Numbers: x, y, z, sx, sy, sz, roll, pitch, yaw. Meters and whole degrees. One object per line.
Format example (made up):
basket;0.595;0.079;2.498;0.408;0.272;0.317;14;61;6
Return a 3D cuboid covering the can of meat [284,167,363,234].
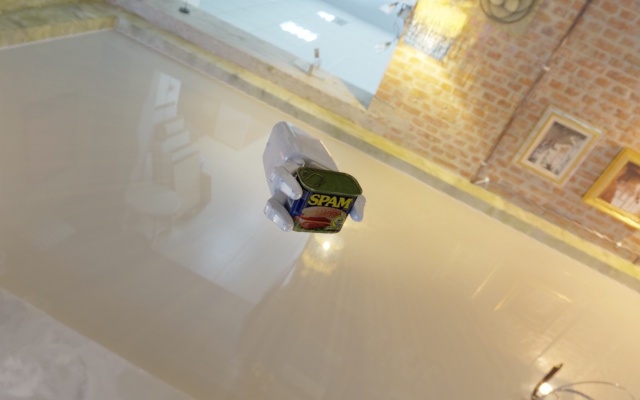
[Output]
can of meat;0.000;0.003;0.727;0.102;0.084;0.057;6;36;-27
